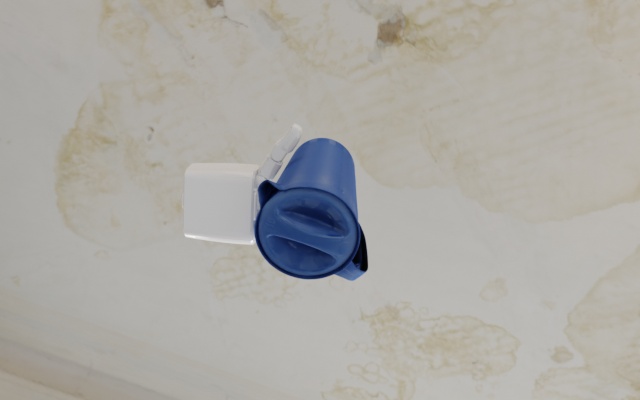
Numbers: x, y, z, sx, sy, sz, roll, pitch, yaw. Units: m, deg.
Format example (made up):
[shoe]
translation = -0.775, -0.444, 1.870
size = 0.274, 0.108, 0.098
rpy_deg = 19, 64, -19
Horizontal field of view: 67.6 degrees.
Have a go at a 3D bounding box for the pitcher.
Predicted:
[pitcher]
translation = 0.000, 0.002, 0.697
size = 0.145, 0.149, 0.242
rpy_deg = 2, 26, 5
